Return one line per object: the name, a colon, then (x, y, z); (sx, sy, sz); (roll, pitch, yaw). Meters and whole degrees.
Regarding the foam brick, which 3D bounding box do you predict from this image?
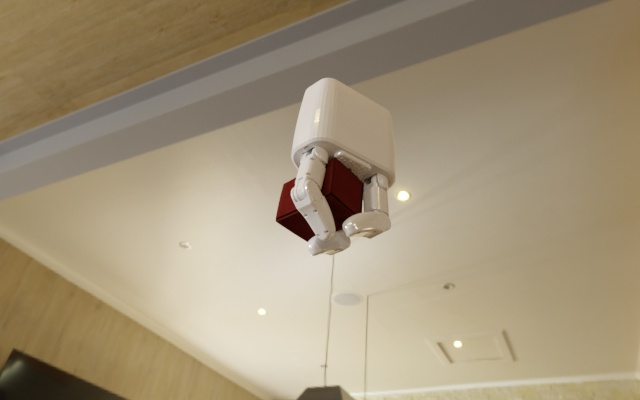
foam brick: (0.000, 0.002, 0.509); (0.078, 0.051, 0.053); (-24, -47, 33)
